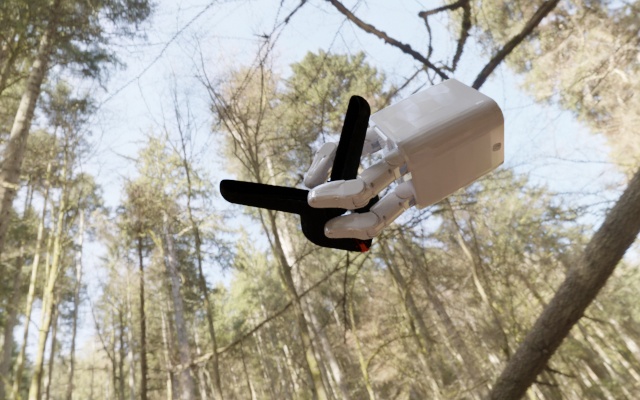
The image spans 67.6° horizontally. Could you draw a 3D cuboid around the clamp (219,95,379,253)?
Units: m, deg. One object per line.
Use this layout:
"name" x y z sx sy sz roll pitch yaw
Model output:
"clamp" 0.000 0.001 0.517 0.164 0.036 0.210 -27 -42 0
